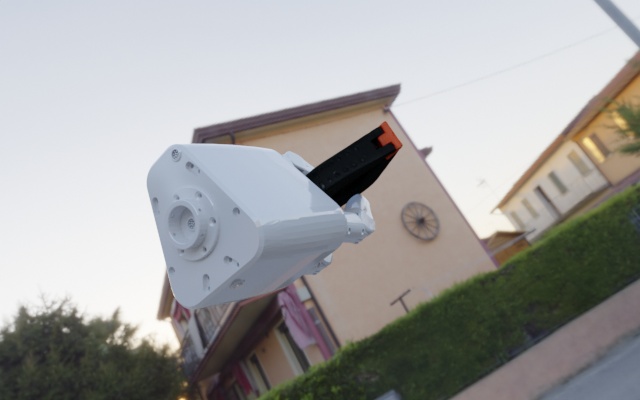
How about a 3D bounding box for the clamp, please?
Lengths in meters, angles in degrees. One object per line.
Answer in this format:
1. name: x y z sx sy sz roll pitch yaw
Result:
1. clamp: 0.000 0.001 0.471 0.210 0.036 0.164 -39 -15 25
